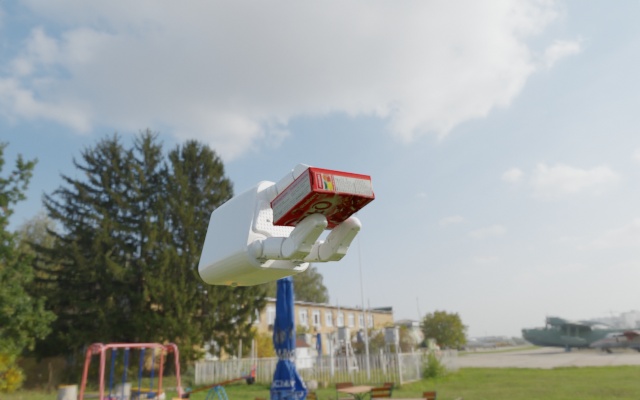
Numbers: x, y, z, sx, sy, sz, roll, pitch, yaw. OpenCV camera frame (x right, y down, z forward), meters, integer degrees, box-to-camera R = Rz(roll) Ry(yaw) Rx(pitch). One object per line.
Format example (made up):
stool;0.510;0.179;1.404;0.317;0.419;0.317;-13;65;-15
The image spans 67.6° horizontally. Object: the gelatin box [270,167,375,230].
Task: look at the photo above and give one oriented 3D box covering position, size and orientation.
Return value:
gelatin box;0.000;0.001;0.488;0.073;0.030;0.089;7;-28;-31
